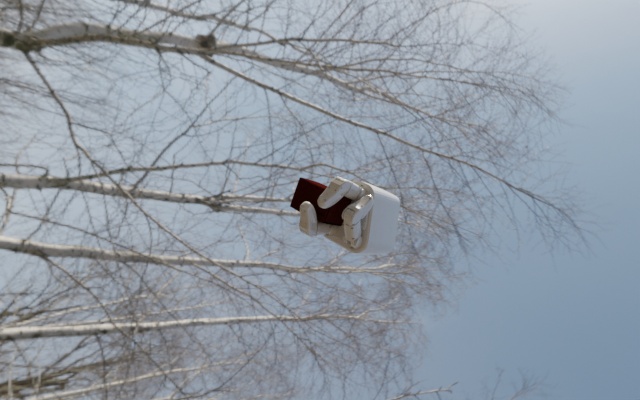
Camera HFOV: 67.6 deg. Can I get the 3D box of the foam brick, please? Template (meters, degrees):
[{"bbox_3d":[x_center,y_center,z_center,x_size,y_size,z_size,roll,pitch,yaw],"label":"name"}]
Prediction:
[{"bbox_3d":[0.000,0.002,0.773,0.078,0.053,0.051,26,9,36],"label":"foam brick"}]
